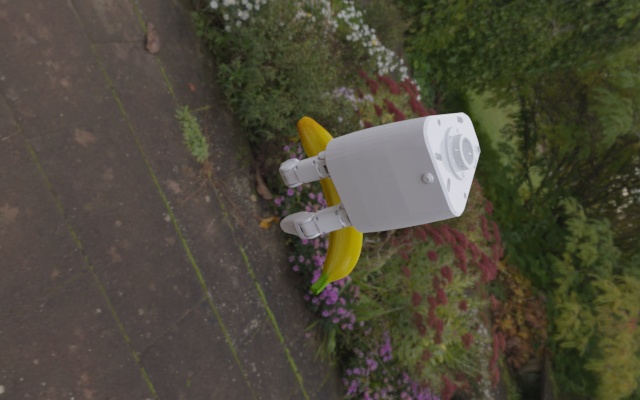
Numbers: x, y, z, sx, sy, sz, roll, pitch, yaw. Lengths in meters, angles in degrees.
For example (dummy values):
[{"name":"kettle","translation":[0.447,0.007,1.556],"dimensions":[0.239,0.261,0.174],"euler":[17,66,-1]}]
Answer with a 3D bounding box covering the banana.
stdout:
[{"name":"banana","translation":[0.015,0.003,0.540],"dimensions":[0.069,0.198,0.037],"euler":[-7,2,-40]}]
